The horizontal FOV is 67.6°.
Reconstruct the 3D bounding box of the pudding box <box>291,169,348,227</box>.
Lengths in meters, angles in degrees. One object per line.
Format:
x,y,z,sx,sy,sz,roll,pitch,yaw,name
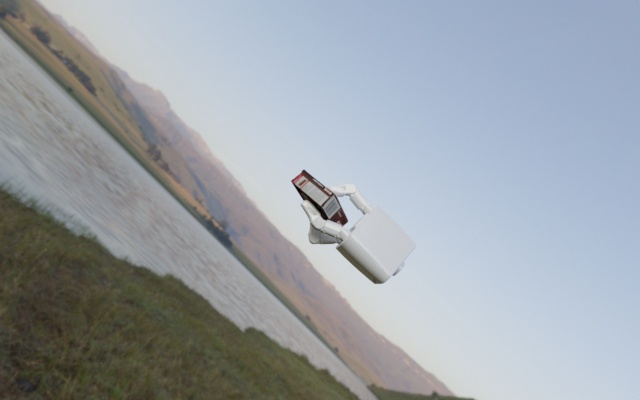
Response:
0.000,0.003,0.900,0.090,0.039,0.114,39,-13,31,pudding box
